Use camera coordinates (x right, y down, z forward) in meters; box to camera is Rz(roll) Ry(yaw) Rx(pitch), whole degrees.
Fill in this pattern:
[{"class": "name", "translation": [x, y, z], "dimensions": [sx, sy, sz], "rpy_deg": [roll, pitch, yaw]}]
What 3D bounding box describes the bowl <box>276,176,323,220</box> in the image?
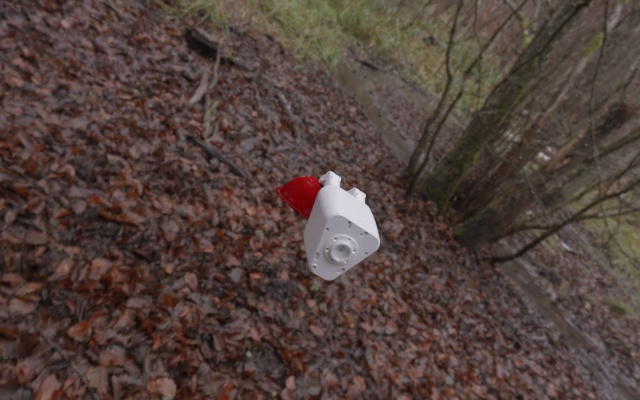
[{"class": "bowl", "translation": [0.000, 0.002, 0.867], "dimensions": [0.162, 0.055, 0.162], "rpy_deg": [34, 7, -5]}]
